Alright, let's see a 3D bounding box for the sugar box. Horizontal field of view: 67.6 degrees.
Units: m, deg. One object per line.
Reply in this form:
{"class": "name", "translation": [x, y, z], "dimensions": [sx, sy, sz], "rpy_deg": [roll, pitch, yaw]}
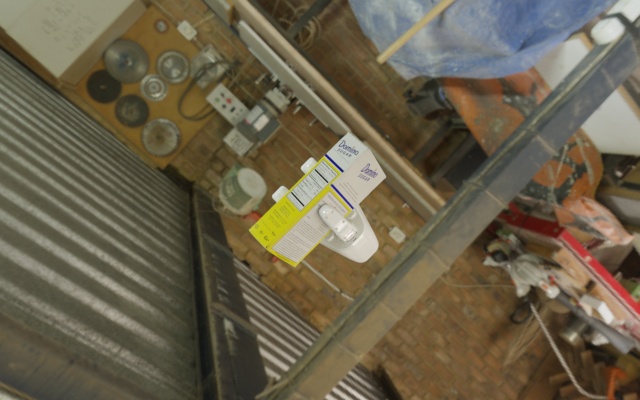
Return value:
{"class": "sugar box", "translation": [0.000, 0.002, 0.618], "dimensions": [0.048, 0.176, 0.093], "rpy_deg": [43, -1, 29]}
